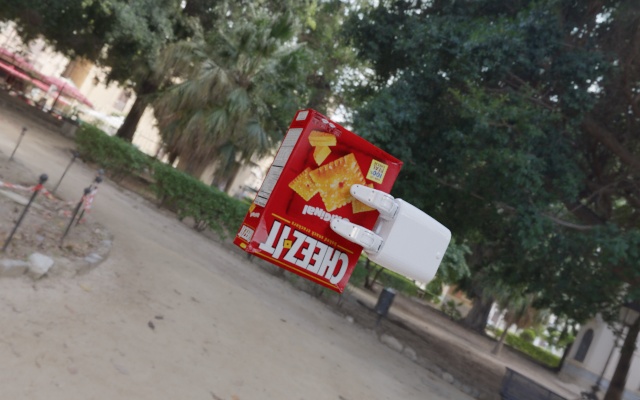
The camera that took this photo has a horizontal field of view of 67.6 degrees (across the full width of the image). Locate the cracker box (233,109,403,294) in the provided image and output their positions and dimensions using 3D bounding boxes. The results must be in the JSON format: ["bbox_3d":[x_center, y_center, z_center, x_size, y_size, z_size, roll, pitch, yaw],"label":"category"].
[{"bbox_3d":[0.000,0.002,0.682,0.164,0.213,0.072,28,-6,-24],"label":"cracker box"}]
